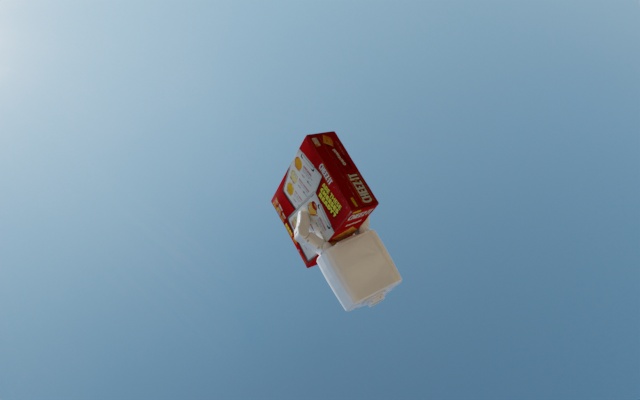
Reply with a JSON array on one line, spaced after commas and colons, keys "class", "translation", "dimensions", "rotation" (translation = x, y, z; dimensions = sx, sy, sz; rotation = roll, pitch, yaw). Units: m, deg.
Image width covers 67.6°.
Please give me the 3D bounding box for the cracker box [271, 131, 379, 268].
[{"class": "cracker box", "translation": [0.000, 0.003, 0.884], "dimensions": [0.072, 0.164, 0.214], "rotation": [-16, -25, -34]}]
